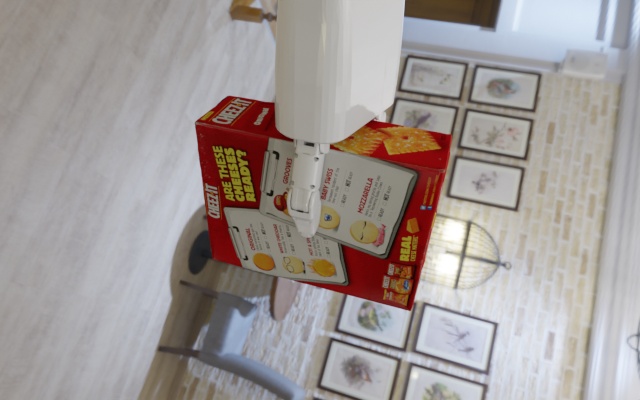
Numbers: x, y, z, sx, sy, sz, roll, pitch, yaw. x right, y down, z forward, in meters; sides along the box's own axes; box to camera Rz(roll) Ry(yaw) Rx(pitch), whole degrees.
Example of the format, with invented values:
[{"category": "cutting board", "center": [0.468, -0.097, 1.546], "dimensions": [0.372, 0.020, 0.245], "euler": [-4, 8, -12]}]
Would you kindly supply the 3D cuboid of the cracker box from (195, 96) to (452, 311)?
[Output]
[{"category": "cracker box", "center": [0.000, 0.002, 0.454], "dimensions": [0.213, 0.164, 0.072], "euler": [13, 37, 13]}]
